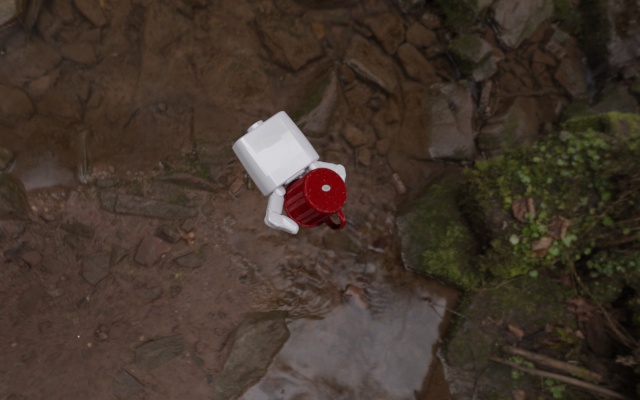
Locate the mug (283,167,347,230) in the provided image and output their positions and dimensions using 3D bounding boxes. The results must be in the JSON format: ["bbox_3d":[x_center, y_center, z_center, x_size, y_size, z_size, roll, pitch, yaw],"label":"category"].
[{"bbox_3d":[0.001,0.004,0.814,0.093,0.117,0.081,-39,3,-30],"label":"mug"}]
